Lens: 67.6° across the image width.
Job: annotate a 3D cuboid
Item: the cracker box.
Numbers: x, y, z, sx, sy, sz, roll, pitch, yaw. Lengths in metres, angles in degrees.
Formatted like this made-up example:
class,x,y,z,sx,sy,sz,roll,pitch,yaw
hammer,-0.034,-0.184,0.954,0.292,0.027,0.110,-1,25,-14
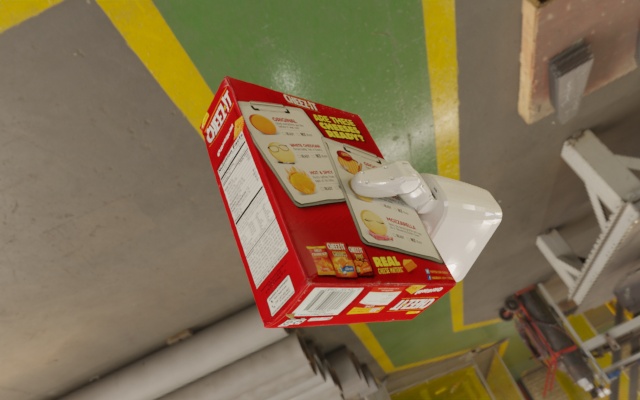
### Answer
class,x,y,z,sx,sy,sz,roll,pitch,yaw
cracker box,0.000,0.001,0.421,0.164,0.213,0.072,8,-45,-40
